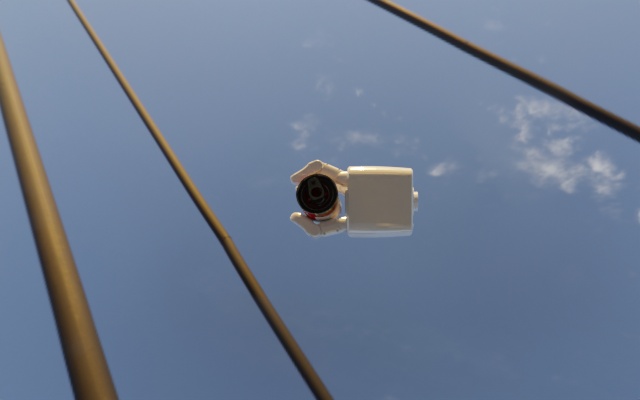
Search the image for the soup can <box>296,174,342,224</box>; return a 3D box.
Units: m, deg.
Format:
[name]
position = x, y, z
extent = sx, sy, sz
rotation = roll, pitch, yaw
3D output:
[soup can]
position = 0.000, 0.003, 0.809
extent = 0.068, 0.068, 0.102
rotation = 0, -16, 7
